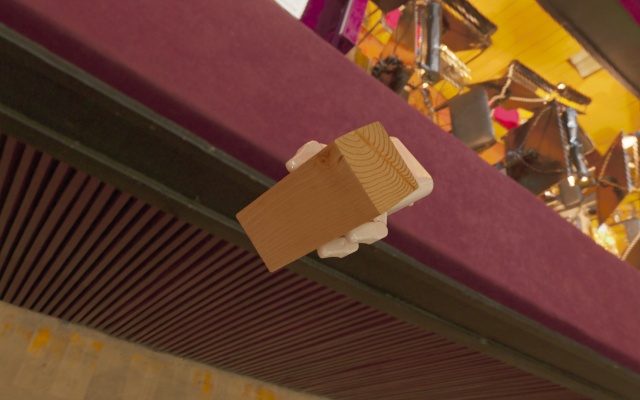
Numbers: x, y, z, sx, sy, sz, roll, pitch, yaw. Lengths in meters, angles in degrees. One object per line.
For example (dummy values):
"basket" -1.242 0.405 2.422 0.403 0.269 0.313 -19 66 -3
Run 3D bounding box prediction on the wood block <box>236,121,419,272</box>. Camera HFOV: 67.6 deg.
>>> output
"wood block" 0.000 0.001 0.576 0.090 0.091 0.206 -30 -2 -46
